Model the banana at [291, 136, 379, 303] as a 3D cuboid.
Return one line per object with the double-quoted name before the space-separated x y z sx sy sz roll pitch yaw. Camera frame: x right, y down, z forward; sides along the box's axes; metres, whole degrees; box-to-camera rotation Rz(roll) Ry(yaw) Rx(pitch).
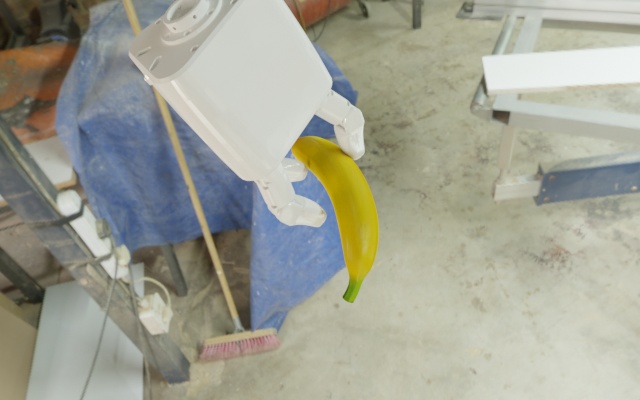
"banana" 0.014 -0.007 0.454 0.070 0.197 0.037 -39 -42 26
